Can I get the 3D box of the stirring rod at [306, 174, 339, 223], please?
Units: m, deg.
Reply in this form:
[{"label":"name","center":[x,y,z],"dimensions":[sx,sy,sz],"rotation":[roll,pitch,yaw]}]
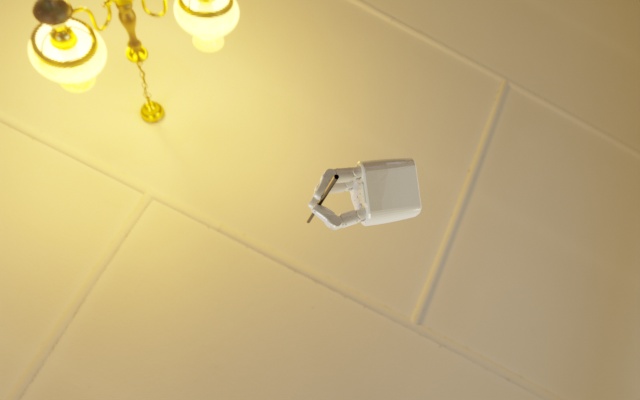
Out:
[{"label":"stirring rod","center":[0.000,0.003,0.839],"dimensions":[0.011,0.011,0.240],"rotation":[0,-19,-12]}]
